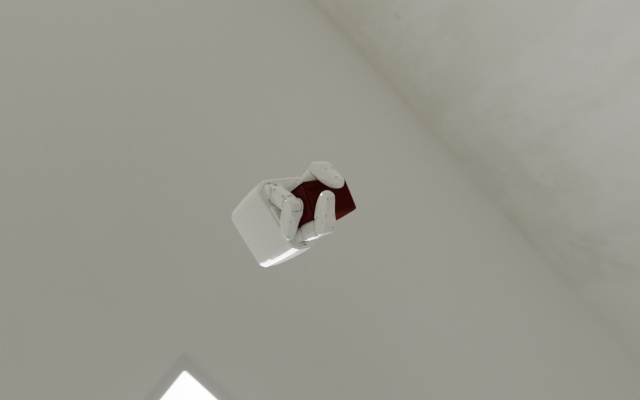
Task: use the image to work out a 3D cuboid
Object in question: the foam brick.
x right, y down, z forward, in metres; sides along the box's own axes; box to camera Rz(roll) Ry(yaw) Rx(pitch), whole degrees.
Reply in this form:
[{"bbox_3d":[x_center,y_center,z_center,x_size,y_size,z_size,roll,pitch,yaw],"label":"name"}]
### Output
[{"bbox_3d":[0.000,0.002,0.683,0.078,0.053,0.051,-8,-18,-38],"label":"foam brick"}]
